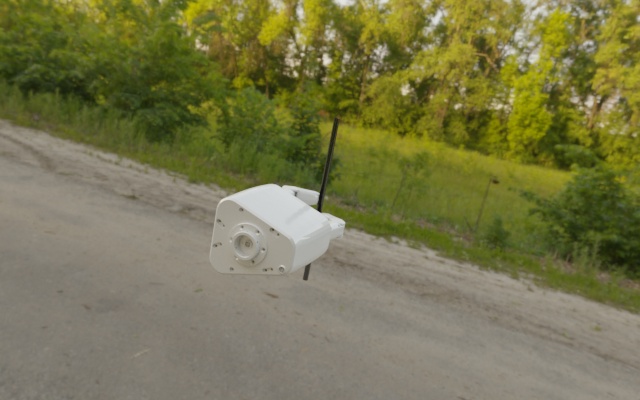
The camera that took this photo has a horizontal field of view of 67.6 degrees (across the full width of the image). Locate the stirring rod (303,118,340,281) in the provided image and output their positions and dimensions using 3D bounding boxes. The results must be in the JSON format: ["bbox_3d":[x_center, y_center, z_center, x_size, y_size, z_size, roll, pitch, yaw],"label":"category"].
[{"bbox_3d":[0.000,0.002,0.682,0.011,0.239,0.011,11,13,-2],"label":"stirring rod"}]
